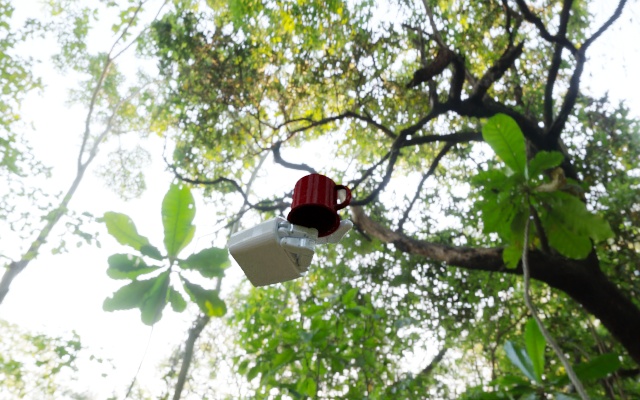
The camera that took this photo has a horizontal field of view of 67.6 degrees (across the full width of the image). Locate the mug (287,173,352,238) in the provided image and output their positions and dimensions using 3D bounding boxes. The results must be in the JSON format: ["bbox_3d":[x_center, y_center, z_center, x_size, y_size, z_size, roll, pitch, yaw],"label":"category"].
[{"bbox_3d":[0.001,0.002,0.844,0.117,0.081,0.093,-19,-47,23],"label":"mug"}]
